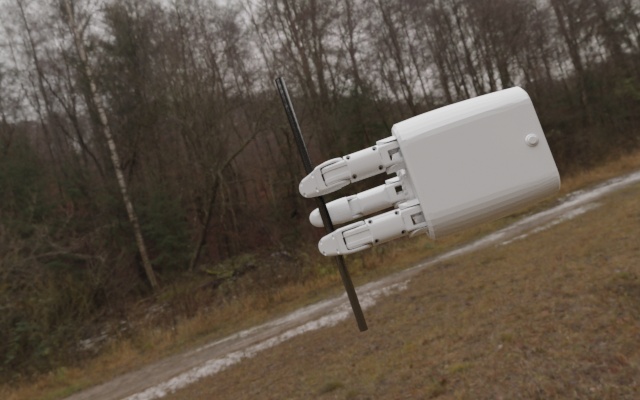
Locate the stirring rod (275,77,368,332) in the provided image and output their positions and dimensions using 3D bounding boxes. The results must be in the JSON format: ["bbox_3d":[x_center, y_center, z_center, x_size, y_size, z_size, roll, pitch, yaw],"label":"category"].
[{"bbox_3d":[0.000,0.001,0.432,0.011,0.239,0.011,-19,-4,-2],"label":"stirring rod"}]
